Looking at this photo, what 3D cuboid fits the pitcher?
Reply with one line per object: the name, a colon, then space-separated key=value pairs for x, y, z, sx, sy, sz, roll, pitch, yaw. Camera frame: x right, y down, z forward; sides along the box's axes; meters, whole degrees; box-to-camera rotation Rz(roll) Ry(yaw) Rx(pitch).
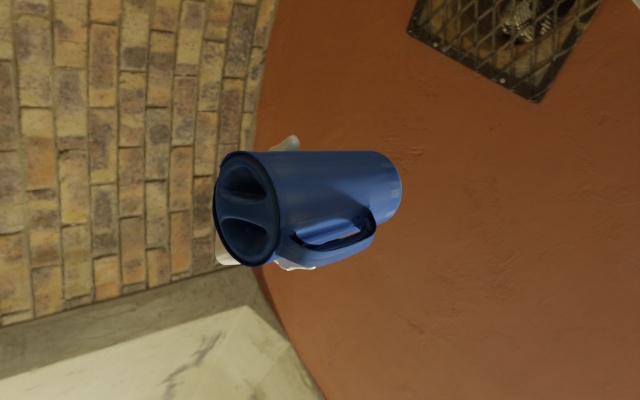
pitcher: x=0.000 y=0.002 z=0.611 sx=0.243 sy=0.149 sz=0.145 roll=-10 pitch=-6 yaw=-43
